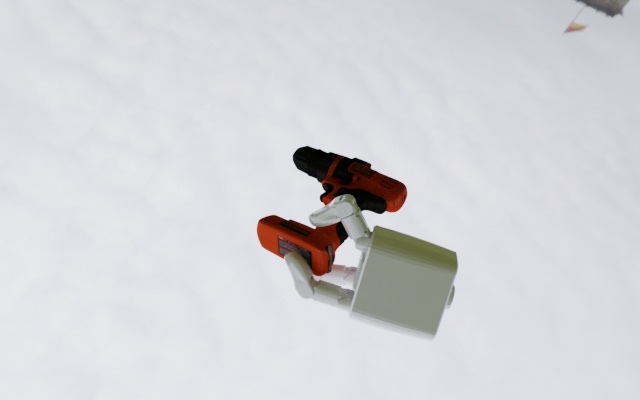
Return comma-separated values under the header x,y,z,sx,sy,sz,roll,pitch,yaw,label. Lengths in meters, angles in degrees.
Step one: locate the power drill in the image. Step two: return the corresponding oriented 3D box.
x,y,z,sx,sy,sz,roll,pitch,yaw,label
0.000,0.003,0.646,0.184,0.057,0.187,23,49,25,power drill
